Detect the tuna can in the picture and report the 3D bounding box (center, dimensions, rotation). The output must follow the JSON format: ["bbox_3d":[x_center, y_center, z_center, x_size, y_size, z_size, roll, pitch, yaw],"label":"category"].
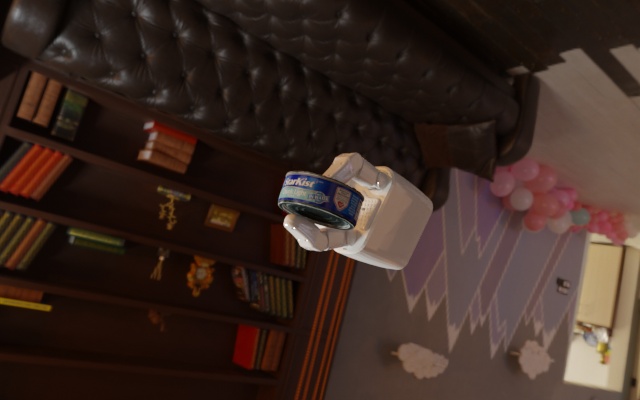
[{"bbox_3d":[0.000,0.002,0.495,0.086,0.033,0.086,17,-13,4],"label":"tuna can"}]
